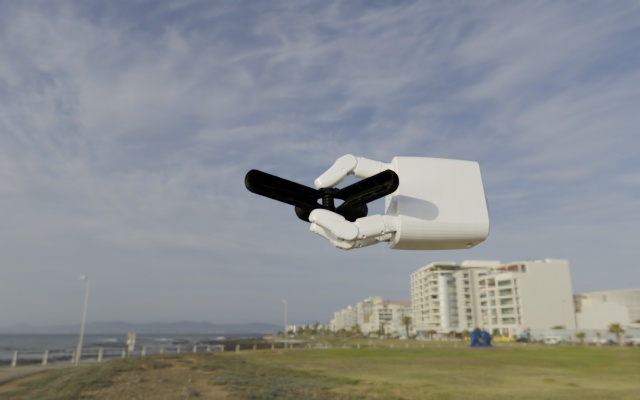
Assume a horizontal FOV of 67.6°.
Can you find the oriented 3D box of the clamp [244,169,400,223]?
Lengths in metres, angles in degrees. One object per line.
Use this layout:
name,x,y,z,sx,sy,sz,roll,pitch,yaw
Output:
clamp,0.000,0.001,0.588,0.164,0.036,0.210,3,-15,1
